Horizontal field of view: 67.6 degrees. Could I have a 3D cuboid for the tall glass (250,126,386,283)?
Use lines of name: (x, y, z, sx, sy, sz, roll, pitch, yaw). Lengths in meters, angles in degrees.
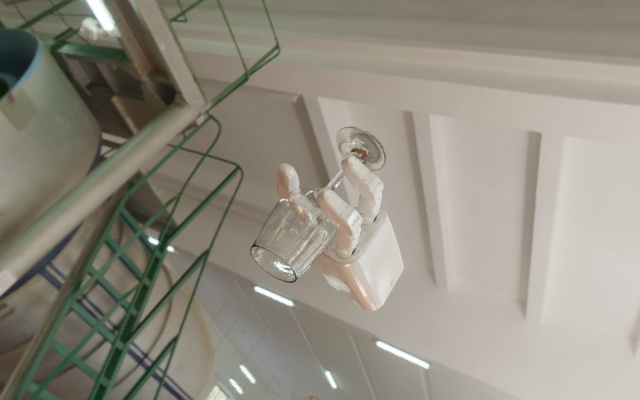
tall glass: (0.000, 0.001, 0.570, 0.079, 0.079, 0.201, 0, 43, 46)
